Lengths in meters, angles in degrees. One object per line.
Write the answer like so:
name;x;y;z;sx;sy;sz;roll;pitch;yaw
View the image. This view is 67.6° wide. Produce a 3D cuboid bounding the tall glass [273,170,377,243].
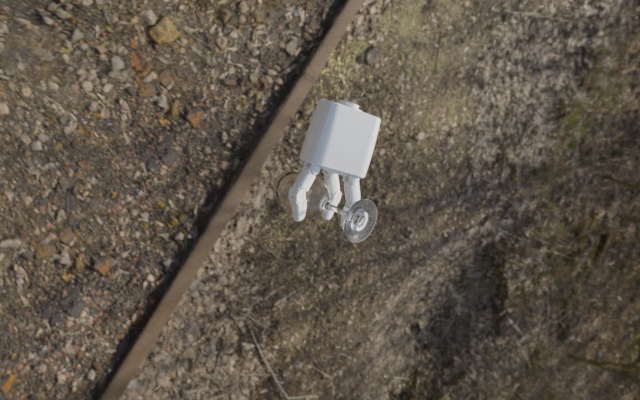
tall glass;0.000;0.003;0.826;0.079;0.079;0.201;0;17;-43
